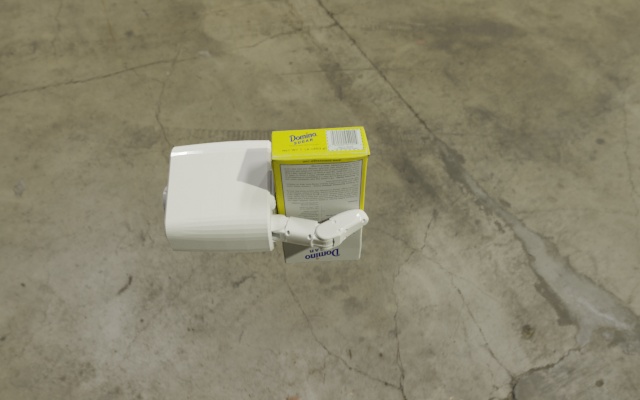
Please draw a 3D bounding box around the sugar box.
[{"bbox_3d":[0.000,0.001,0.517,0.093,0.048,0.176,-3,-38,-2],"label":"sugar box"}]
